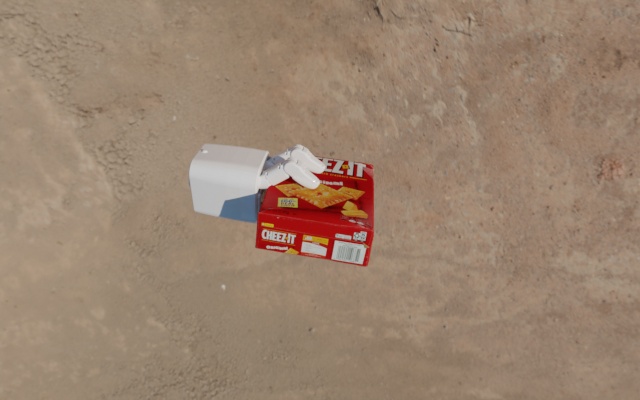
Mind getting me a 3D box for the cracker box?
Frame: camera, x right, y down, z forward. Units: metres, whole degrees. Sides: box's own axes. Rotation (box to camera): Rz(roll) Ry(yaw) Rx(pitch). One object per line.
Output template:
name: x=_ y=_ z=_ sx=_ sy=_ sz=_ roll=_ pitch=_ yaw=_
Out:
cracker box: x=0.000 y=0.003 z=0.749 sx=0.164 sy=0.072 sz=0.213 roll=9 pitch=30 yaw=1
